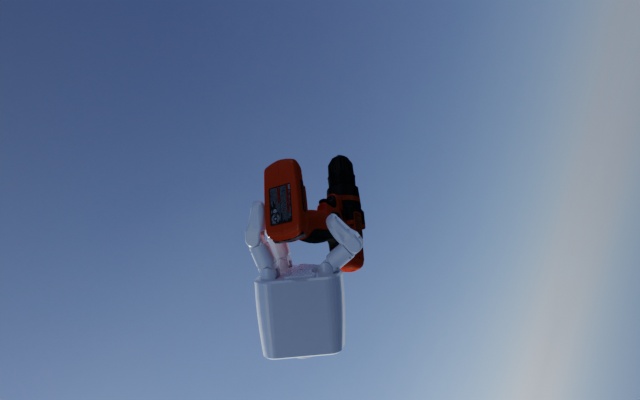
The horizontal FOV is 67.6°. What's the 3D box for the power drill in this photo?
[{"bbox_3d":[0.000,0.002,0.676,0.057,0.184,0.188,-18,-22,31],"label":"power drill"}]
